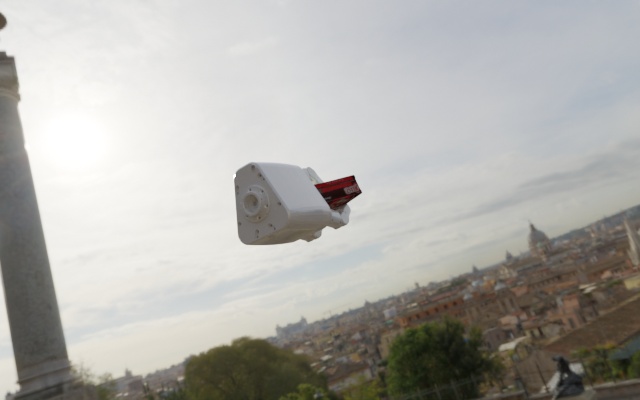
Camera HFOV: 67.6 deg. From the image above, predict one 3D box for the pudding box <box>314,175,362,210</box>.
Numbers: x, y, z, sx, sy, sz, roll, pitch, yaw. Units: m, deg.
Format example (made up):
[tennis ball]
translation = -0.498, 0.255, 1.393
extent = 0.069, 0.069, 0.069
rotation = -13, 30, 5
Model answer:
[pudding box]
translation = 0.000, 0.002, 0.777
extent = 0.090, 0.039, 0.113
rotation = -14, -12, -34
